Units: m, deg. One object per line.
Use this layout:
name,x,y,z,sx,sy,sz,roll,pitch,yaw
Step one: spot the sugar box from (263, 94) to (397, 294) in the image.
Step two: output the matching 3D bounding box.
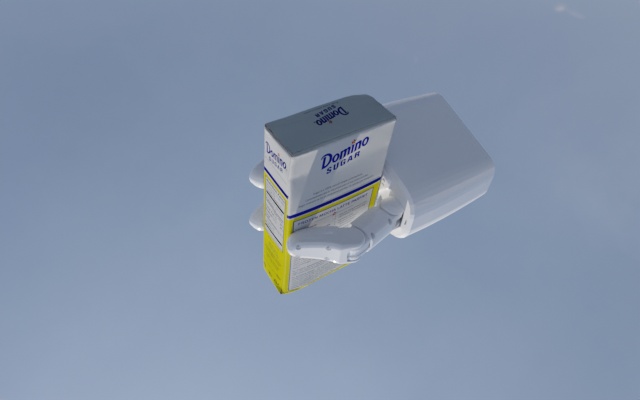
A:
sugar box,0.000,0.001,0.402,0.093,0.176,0.048,-23,52,-26
